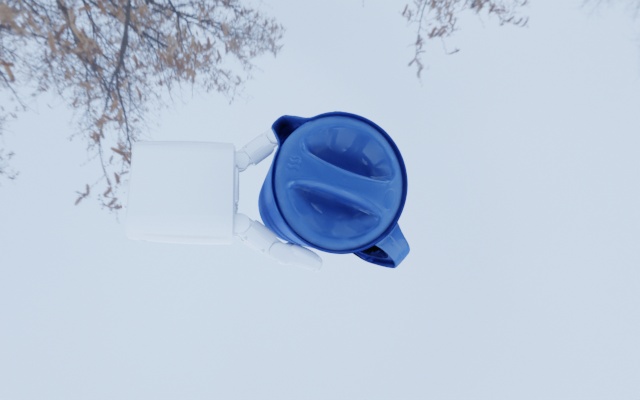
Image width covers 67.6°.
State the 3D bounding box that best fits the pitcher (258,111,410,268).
[{"bbox_3d":[0.000,0.002,0.551,0.145,0.149,0.243,0,-6,-13],"label":"pitcher"}]
